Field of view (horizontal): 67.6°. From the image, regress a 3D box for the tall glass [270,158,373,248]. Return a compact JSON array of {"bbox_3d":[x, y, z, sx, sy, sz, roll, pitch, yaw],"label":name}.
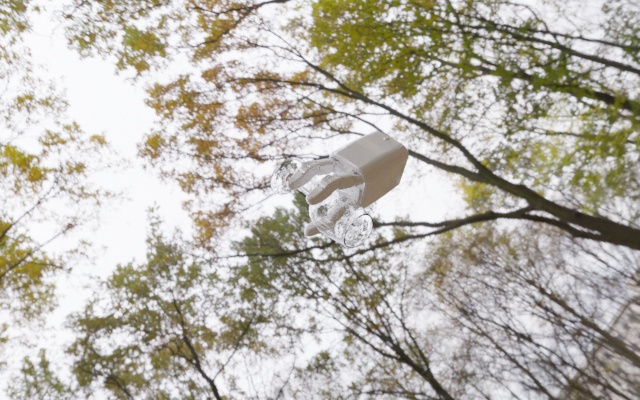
[{"bbox_3d":[0.000,0.002,0.810,0.079,0.079,0.201,0,28,-43],"label":"tall glass"}]
